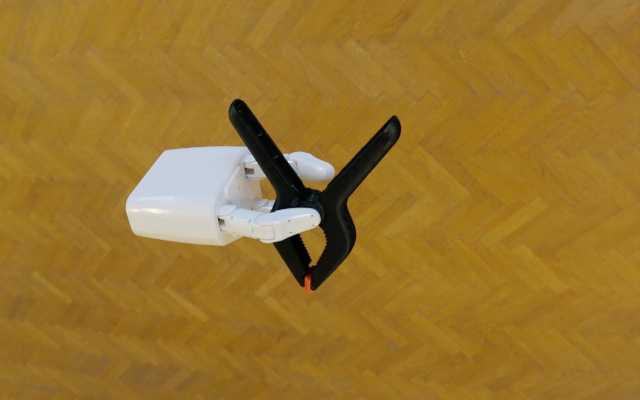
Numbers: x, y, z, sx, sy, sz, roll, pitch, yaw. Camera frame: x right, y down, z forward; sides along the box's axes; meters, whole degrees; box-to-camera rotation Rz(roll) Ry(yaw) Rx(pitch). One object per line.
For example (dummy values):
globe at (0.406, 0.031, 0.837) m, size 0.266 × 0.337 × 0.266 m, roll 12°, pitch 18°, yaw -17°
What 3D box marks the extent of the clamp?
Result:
clamp at (0.000, 0.002, 0.475) m, size 0.164 × 0.210 × 0.036 m, roll 3°, pitch 27°, yaw 19°
